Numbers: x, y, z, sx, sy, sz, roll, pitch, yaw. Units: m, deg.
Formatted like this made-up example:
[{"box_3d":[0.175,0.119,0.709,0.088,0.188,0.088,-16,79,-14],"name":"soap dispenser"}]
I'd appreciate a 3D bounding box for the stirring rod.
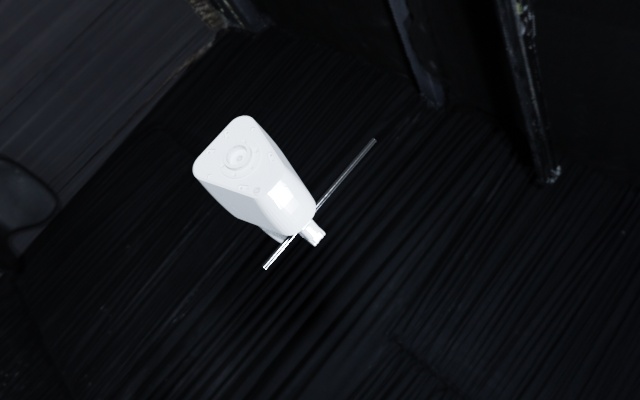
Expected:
[{"box_3d":[0.000,0.002,0.673,0.011,0.239,0.011,40,-8,7],"name":"stirring rod"}]
